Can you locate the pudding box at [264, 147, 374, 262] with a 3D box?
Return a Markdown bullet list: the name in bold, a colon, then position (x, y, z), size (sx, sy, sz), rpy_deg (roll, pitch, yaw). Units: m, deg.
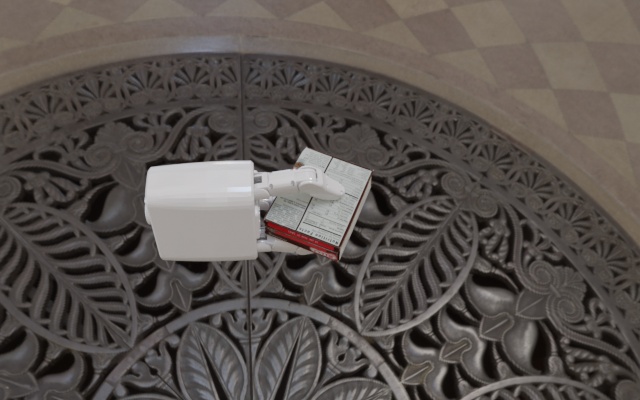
- **pudding box**: position (0.000, 0.002, 0.536), size (0.090, 0.113, 0.039), rpy_deg (21, -28, 10)
